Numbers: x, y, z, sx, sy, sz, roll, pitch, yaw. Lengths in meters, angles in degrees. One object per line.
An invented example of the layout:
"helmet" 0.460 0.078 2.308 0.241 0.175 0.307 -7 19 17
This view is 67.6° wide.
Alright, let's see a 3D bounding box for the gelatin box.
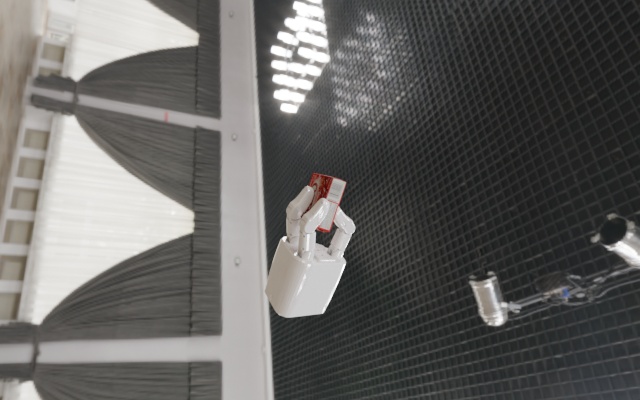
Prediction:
"gelatin box" 0.001 0.002 0.795 0.030 0.089 0.073 19 -1 -29
